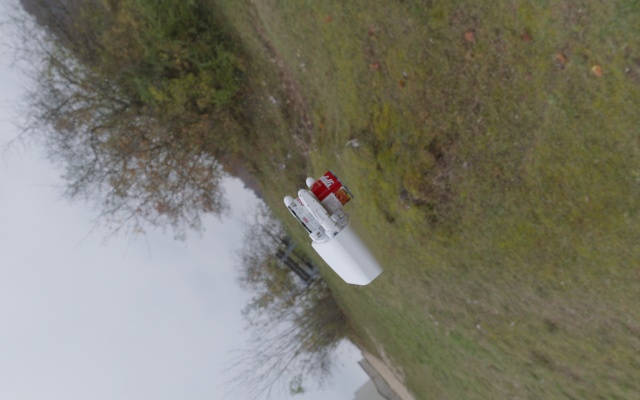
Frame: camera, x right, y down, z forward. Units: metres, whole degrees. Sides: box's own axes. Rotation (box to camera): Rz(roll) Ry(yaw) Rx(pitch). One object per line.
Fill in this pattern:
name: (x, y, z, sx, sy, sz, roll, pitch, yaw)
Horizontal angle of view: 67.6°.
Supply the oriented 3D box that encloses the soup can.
soup can: (0.000, 0.003, 0.861, 0.102, 0.068, 0.068, -41, 1, -2)
